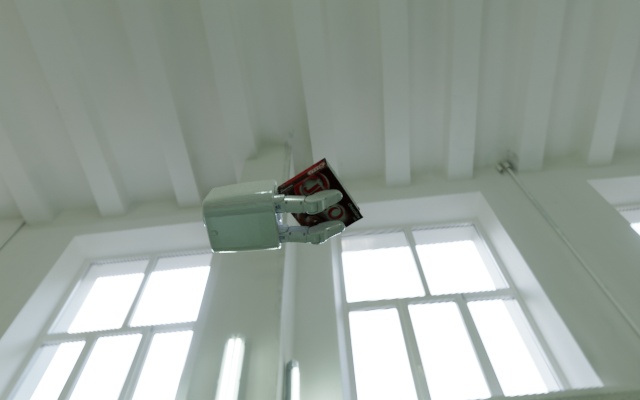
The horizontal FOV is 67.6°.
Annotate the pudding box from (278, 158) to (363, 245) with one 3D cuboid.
[{"bbox_3d":[0.000,0.002,0.747,0.090,0.113,0.039,-31,30,11],"label":"pudding box"}]
